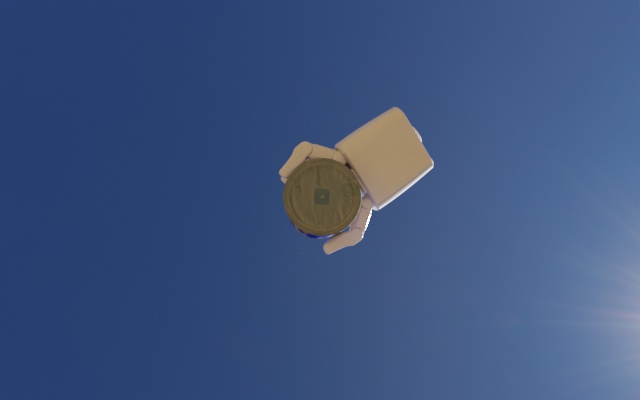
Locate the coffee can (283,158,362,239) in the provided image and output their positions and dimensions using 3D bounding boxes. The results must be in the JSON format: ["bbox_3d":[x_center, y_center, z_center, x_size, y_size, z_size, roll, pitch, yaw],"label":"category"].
[{"bbox_3d":[0.000,0.002,0.690,0.103,0.103,0.140,0,-6,-2],"label":"coffee can"}]
